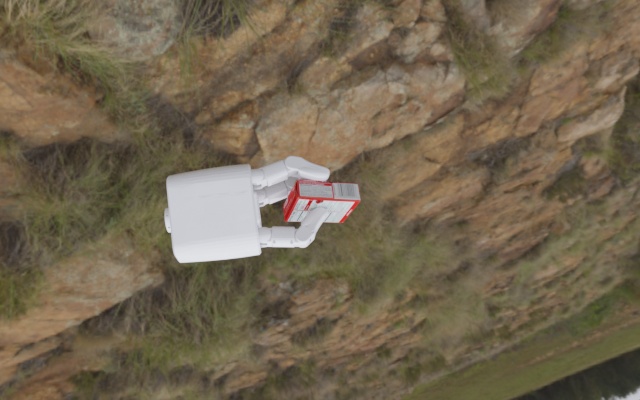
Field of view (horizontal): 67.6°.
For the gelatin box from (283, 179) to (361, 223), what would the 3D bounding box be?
[{"bbox_3d":[0.000,0.003,0.648,0.089,0.030,0.073,3,-27,-17],"label":"gelatin box"}]
